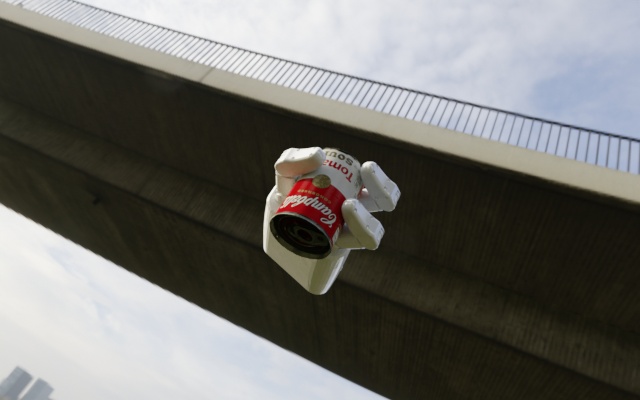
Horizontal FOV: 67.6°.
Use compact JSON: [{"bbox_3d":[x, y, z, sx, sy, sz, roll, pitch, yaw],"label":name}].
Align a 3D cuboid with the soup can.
[{"bbox_3d":[0.000,0.001,0.501,0.068,0.068,0.102,0,44,35],"label":"soup can"}]
